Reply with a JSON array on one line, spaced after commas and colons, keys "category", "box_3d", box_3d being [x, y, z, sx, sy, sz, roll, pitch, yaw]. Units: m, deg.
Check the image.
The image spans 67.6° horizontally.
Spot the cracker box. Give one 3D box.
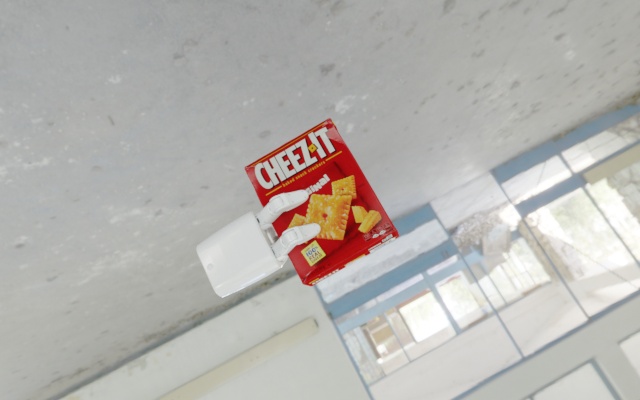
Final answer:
[{"category": "cracker box", "box_3d": [0.000, 0.003, 0.754, 0.164, 0.213, 0.072, -30, -16, 3]}]
